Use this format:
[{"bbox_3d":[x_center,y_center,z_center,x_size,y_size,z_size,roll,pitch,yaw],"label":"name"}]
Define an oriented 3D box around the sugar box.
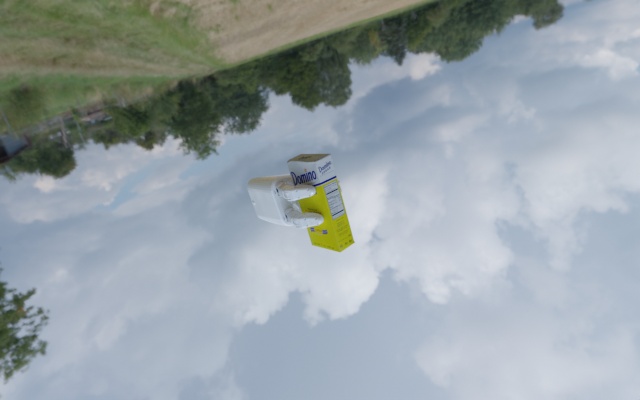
[{"bbox_3d":[0.000,0.003,0.876,0.048,0.176,0.093,-30,21,-31],"label":"sugar box"}]
